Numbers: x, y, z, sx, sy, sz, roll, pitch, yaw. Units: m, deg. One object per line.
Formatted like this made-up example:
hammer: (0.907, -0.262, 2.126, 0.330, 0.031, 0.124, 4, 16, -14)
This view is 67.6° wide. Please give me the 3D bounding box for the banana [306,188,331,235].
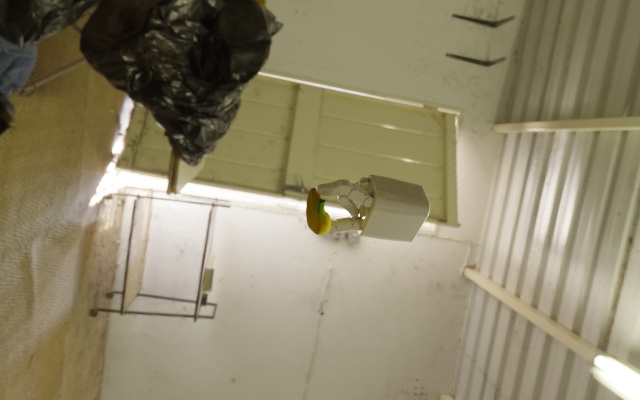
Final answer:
banana: (-0.003, 0.021, 0.841, 0.037, 0.069, 0.198, 10, 6, -8)
